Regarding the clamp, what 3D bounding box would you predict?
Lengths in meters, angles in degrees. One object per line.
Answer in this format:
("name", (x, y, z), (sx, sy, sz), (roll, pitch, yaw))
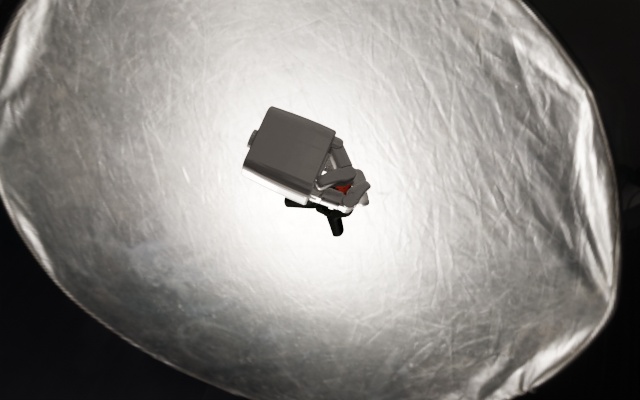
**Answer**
("clamp", (0.000, 0.003, 0.785), (0.120, 0.039, 0.171), (23, -27, -1))
